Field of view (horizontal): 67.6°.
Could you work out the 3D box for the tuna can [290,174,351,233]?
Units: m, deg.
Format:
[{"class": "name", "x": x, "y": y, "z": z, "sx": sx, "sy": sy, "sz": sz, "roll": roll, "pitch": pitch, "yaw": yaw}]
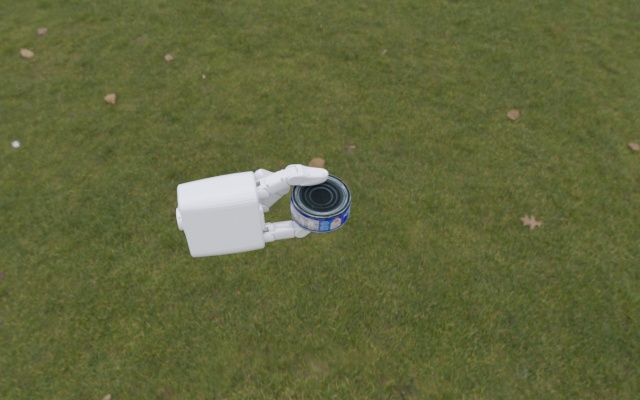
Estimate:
[{"class": "tuna can", "x": 0.000, "y": 0.002, "z": 0.670, "sx": 0.086, "sy": 0.086, "sz": 0.034, "roll": 0, "pitch": -40, "yaw": -5}]
